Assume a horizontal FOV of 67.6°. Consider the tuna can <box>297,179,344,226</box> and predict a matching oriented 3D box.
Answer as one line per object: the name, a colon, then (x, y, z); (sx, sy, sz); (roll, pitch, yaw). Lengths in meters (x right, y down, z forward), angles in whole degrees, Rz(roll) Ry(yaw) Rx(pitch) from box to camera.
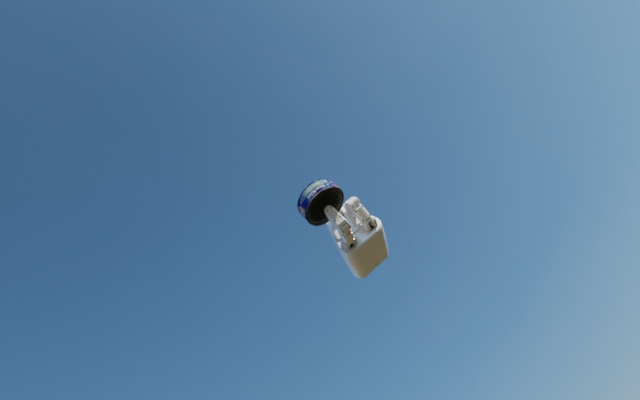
tuna can: (0.000, 0.003, 0.885); (0.086, 0.086, 0.033); (0, 33, -43)
